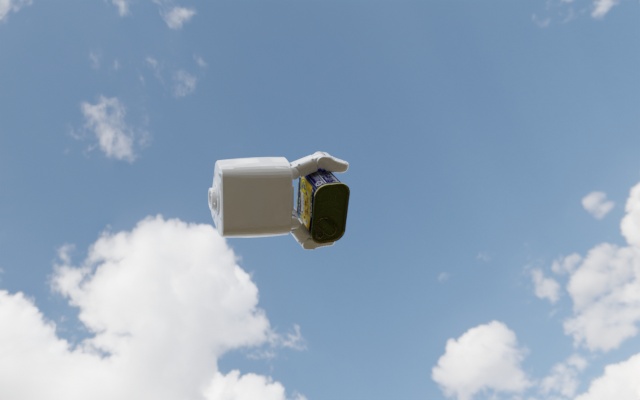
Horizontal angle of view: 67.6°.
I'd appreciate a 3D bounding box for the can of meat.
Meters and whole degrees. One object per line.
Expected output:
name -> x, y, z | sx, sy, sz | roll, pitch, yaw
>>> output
can of meat -> 0.000, 0.002, 0.753 | 0.057, 0.102, 0.084 | -7, 29, -21
